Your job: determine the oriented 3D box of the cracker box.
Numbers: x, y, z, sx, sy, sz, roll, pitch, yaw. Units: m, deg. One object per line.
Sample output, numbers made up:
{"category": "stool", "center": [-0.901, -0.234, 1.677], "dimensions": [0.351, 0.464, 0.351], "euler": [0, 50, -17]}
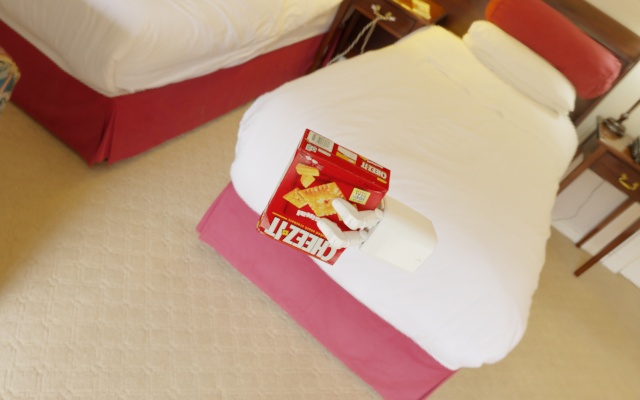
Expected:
{"category": "cracker box", "center": [0.000, 0.003, 0.844], "dimensions": [0.164, 0.214, 0.072], "euler": [26, 38, -8]}
